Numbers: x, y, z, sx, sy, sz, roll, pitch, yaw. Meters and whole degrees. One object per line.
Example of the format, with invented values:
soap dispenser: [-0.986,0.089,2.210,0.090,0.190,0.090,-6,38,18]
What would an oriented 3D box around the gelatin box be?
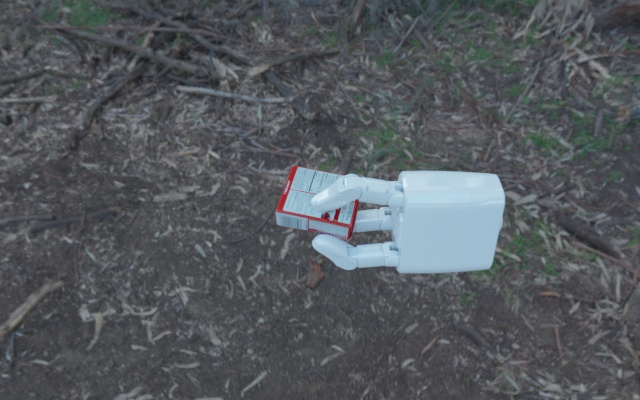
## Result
gelatin box: [0.000,0.001,0.552,0.089,0.073,0.030,12,-38,6]
